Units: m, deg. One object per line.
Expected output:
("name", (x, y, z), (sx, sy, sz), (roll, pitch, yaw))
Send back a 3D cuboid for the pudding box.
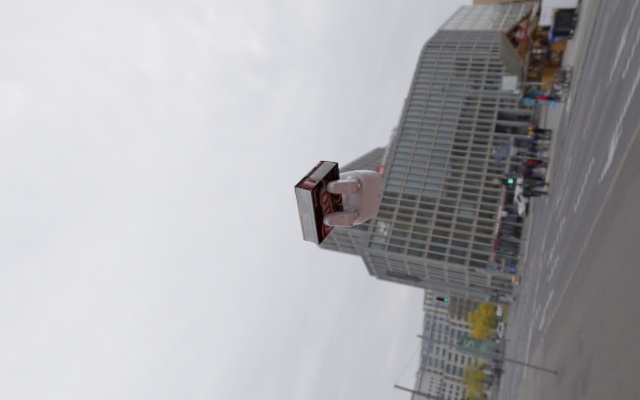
("pudding box", (0.000, 0.003, 0.797), (0.039, 0.114, 0.090), (10, 38, 28))
